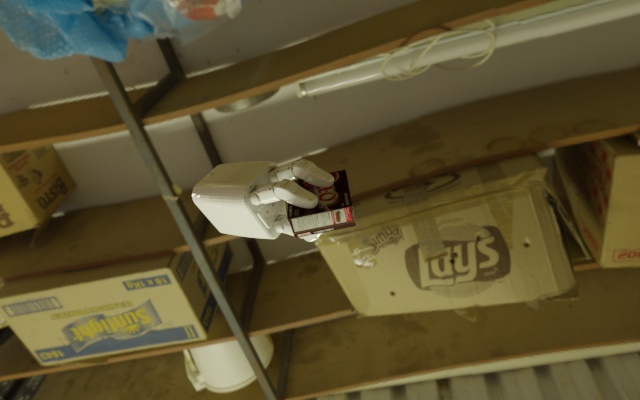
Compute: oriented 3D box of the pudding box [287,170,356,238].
[{"bbox_3d":[0.000,0.002,0.683,0.090,0.039,0.113,-12,32,4],"label":"pudding box"}]
